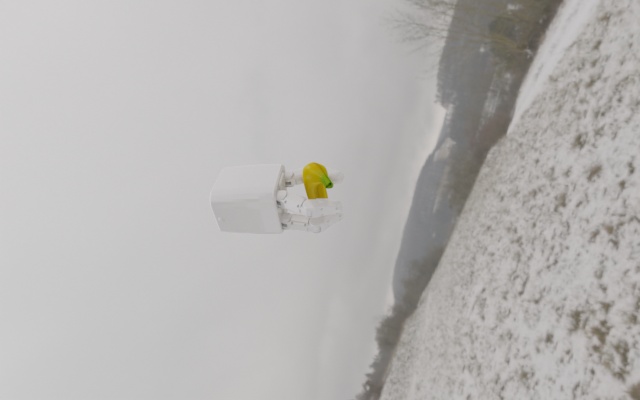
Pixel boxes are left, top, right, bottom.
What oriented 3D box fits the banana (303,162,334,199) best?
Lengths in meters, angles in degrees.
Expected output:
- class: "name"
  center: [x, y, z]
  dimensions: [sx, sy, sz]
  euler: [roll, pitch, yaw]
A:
- class: "banana"
  center: [-0.005, -0.015, 0.783]
  dimensions: [0.037, 0.069, 0.198]
  euler: [-16, -18, -4]
